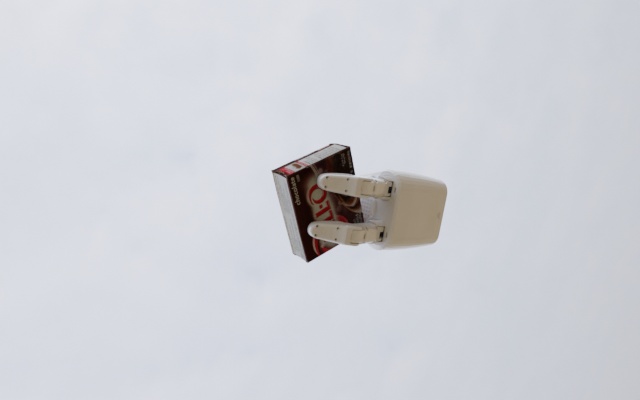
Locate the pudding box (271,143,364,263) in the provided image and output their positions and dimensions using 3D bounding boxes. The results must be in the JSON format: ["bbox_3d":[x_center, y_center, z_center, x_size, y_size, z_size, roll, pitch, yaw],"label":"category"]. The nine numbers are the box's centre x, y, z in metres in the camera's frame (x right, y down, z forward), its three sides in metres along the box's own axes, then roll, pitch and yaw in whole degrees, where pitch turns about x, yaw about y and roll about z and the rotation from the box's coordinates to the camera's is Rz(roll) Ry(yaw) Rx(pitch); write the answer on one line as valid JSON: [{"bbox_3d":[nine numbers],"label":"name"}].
[{"bbox_3d":[0.000,0.002,0.550,0.090,0.113,0.039,-28,28,-29],"label":"pudding box"}]
